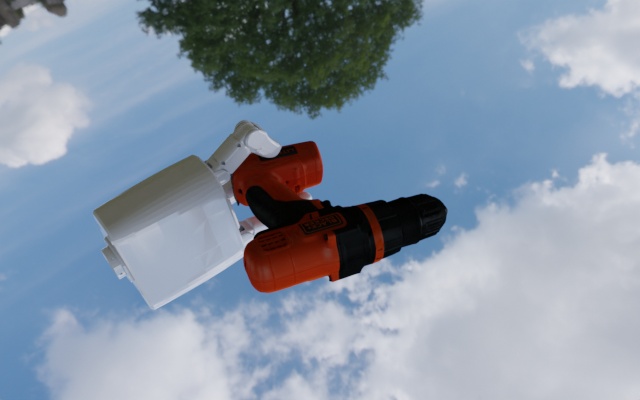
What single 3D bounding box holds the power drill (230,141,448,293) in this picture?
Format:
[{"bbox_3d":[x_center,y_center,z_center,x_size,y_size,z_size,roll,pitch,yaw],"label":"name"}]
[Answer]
[{"bbox_3d":[0.000,0.001,0.460,0.184,0.057,0.187,-14,30,-18],"label":"power drill"}]
